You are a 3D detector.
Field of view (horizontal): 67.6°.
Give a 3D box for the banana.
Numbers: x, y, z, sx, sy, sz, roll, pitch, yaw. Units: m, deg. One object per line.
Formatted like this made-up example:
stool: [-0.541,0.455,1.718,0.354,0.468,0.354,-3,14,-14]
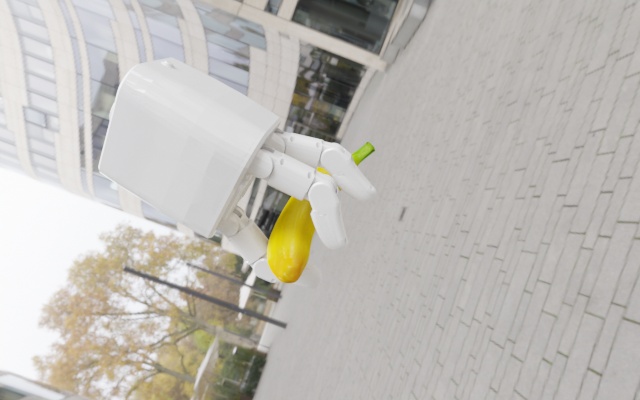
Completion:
banana: [-0.009,0.008,0.431,0.070,0.037,0.197,-41,13,42]
